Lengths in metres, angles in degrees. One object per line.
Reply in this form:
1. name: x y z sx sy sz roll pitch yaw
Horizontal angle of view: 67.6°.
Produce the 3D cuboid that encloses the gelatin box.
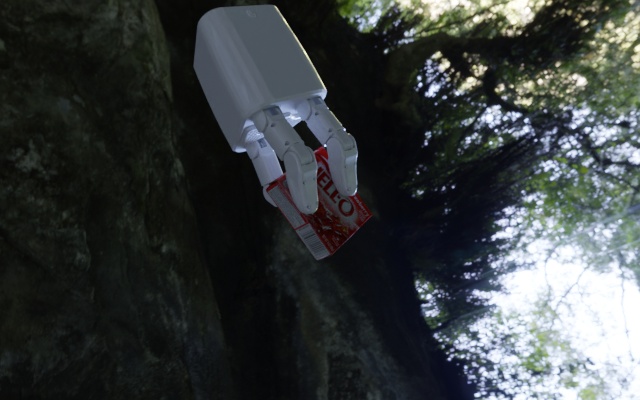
1. gelatin box: 0.000 0.002 0.472 0.073 0.089 0.030 -40 8 -39
